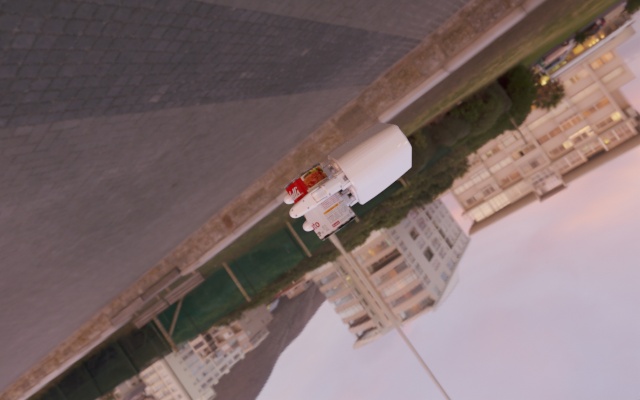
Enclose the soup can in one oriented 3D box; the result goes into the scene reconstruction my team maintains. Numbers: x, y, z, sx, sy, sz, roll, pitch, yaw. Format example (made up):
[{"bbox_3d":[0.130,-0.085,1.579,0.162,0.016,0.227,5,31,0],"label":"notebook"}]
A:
[{"bbox_3d":[0.000,0.003,0.743,0.068,0.102,0.068,-35,-2,-1],"label":"soup can"}]
